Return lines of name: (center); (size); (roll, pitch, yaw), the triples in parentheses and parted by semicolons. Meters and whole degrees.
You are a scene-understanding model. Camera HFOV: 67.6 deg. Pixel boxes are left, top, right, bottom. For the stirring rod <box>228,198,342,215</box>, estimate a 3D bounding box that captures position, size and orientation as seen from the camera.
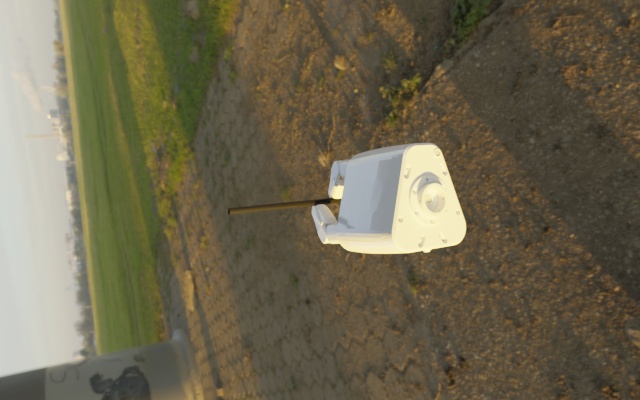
stirring rod: (0.000, 0.002, 0.610); (0.239, 0.011, 0.011); (-6, 2, -27)
